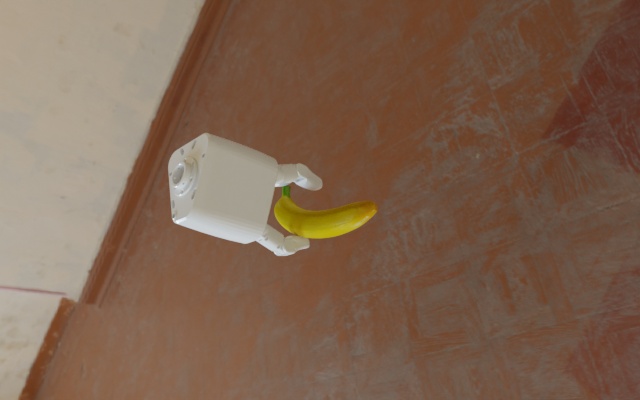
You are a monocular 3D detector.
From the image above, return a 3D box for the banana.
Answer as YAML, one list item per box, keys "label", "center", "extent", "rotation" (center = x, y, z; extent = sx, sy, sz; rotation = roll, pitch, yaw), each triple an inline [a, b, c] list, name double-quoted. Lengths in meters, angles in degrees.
- label: "banana"
  center: [-0.008, 0.019, 0.658]
  extent: [0.037, 0.069, 0.198]
  rotation: [23, -7, -42]
